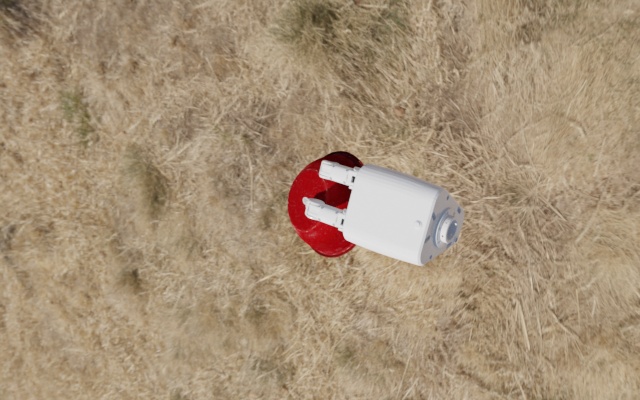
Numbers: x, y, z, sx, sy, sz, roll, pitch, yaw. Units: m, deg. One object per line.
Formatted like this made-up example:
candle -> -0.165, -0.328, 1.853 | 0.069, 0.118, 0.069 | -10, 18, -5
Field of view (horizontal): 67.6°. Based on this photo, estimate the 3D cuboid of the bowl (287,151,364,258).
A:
bowl -> -0.001, 0.002, 0.702 | 0.055, 0.162, 0.162 | 8, -6, -40
